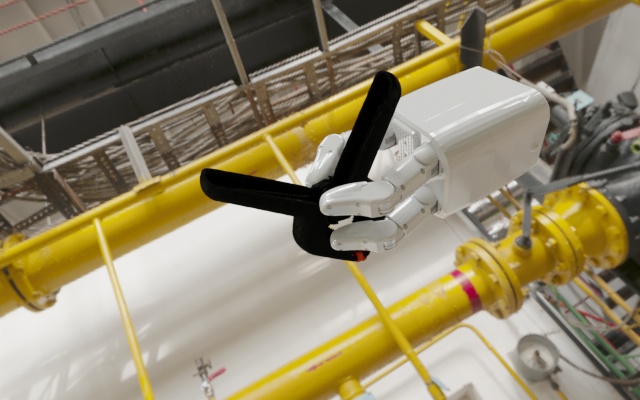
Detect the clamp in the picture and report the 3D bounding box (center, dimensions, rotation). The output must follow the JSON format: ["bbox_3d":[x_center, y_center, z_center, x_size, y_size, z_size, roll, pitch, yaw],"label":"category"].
[{"bbox_3d":[0.000,0.001,0.419,0.164,0.036,0.210,-24,-37,-6],"label":"clamp"}]
